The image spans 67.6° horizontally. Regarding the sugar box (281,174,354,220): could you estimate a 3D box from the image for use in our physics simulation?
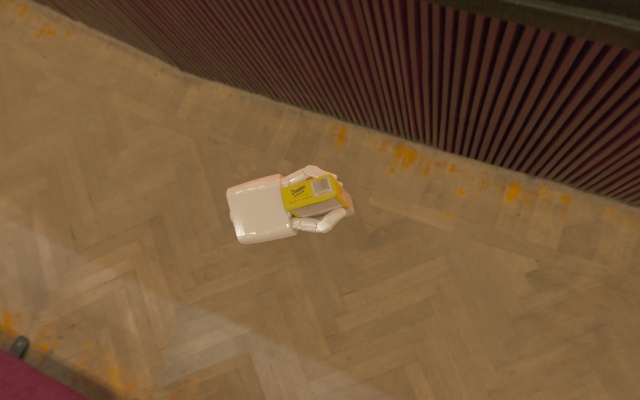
[{"bbox_3d":[0.000,0.002,0.872,0.093,0.048,0.176,-16,-13,10],"label":"sugar box"}]
